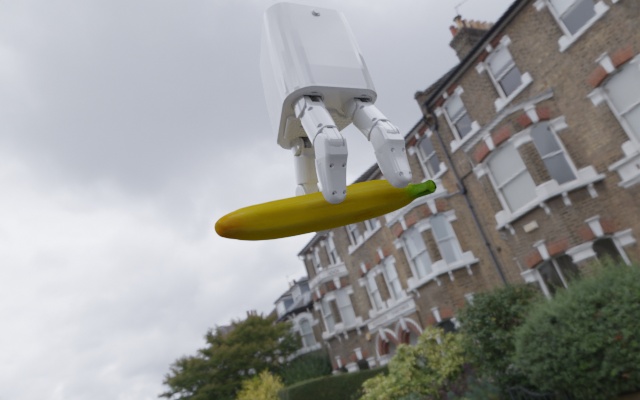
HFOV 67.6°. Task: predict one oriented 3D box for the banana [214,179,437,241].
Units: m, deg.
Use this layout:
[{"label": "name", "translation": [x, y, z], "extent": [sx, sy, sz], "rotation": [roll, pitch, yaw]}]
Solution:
[{"label": "banana", "translation": [0.003, 0.006, 0.445], "extent": [0.198, 0.037, 0.070], "rotation": [-13, -16, -6]}]
